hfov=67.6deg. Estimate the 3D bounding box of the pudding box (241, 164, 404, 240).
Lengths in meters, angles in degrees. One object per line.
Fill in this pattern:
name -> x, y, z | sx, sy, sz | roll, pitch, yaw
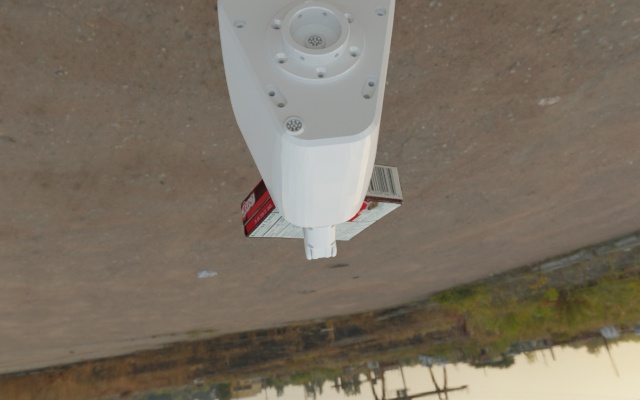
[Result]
pudding box -> 0.000, 0.001, 0.408 | 0.113, 0.039, 0.090 | 6, -28, -30
